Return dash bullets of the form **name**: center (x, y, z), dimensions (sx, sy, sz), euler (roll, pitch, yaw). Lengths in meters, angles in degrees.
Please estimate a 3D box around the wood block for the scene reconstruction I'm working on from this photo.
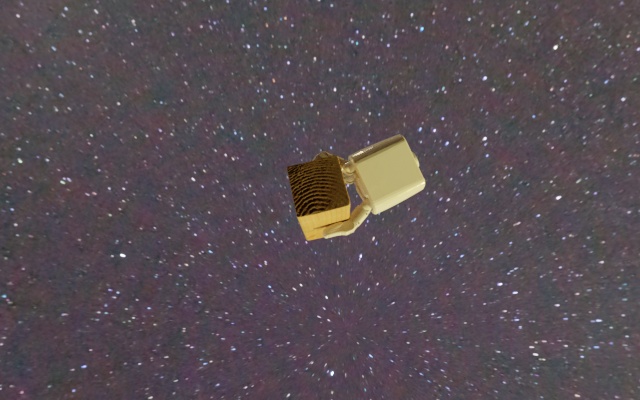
- **wood block**: center (0.001, 0.003, 0.869), dimensions (0.090, 0.090, 0.206), euler (-14, -16, -1)
